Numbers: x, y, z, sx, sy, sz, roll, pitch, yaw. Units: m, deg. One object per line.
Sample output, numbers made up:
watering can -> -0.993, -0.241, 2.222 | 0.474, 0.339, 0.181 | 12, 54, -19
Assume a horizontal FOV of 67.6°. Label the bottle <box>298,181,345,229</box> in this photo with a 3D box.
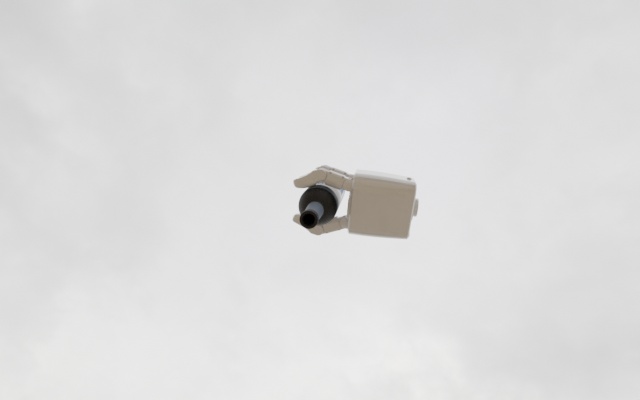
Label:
bottle -> 0.000, 0.003, 0.837 | 0.069, 0.069, 0.295 | 0, 10, 7
